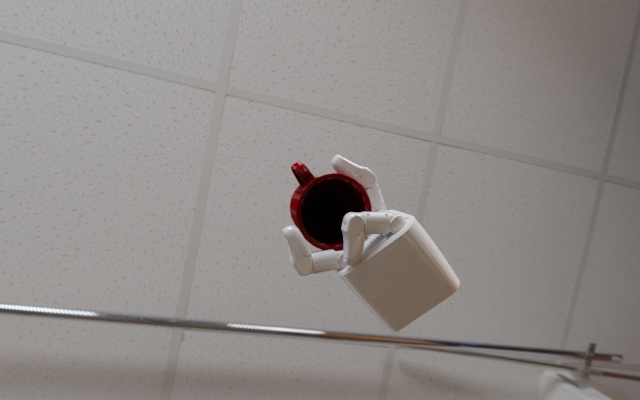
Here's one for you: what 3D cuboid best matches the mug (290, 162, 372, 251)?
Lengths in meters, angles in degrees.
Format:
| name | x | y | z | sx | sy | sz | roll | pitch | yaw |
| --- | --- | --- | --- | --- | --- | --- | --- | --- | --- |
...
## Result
| name | x | y | z | sx | sy | sz | roll | pitch | yaw |
| --- | --- | --- | --- | --- | --- | --- | --- | --- | --- |
| mug | -0.001 | 0.001 | 0.598 | 0.093 | 0.117 | 0.081 | -39 | 12 | -8 |
